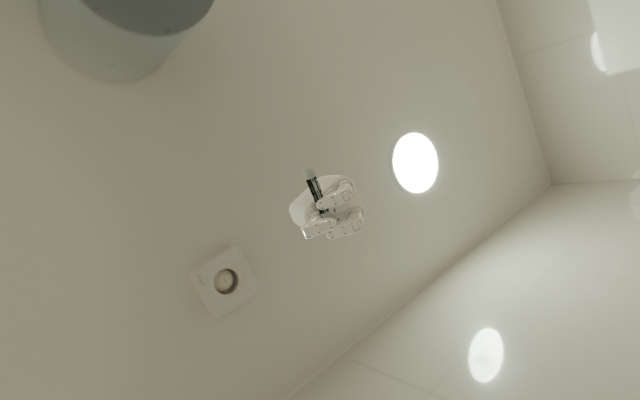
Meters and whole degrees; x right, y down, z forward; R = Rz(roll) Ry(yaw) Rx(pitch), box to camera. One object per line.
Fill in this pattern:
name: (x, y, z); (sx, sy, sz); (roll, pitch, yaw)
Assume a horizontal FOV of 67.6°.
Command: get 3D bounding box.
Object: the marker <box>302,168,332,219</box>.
marker: (0.000, 0.003, 0.816); (0.020, 0.121, 0.020); (-21, 13, 5)
